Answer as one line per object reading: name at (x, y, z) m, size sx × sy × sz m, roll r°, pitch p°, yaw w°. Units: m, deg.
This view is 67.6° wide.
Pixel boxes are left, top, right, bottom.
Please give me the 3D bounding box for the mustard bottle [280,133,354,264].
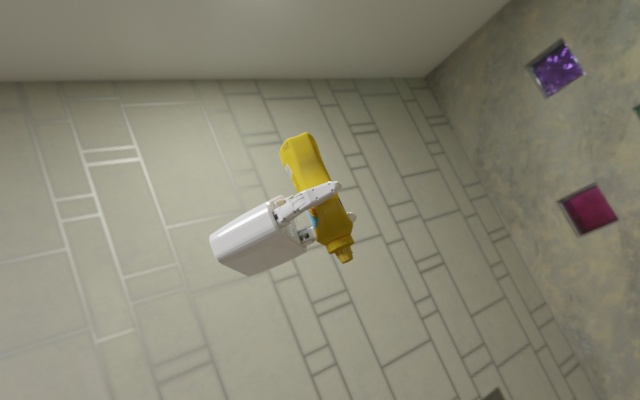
mustard bottle at (0.000, 0.002, 0.701) m, size 0.058 × 0.191 × 0.096 m, roll -21°, pitch -14°, yaw -11°
